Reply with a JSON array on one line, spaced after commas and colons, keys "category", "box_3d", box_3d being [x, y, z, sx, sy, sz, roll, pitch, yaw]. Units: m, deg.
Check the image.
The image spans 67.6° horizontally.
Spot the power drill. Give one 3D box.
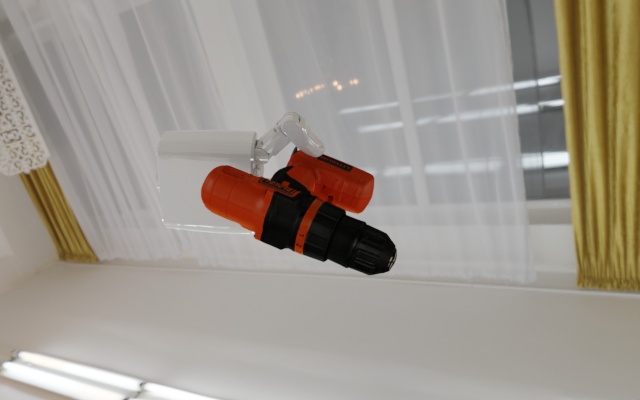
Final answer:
[{"category": "power drill", "box_3d": [0.000, 0.001, 0.484, 0.184, 0.057, 0.187, 23, 18, 11]}]
